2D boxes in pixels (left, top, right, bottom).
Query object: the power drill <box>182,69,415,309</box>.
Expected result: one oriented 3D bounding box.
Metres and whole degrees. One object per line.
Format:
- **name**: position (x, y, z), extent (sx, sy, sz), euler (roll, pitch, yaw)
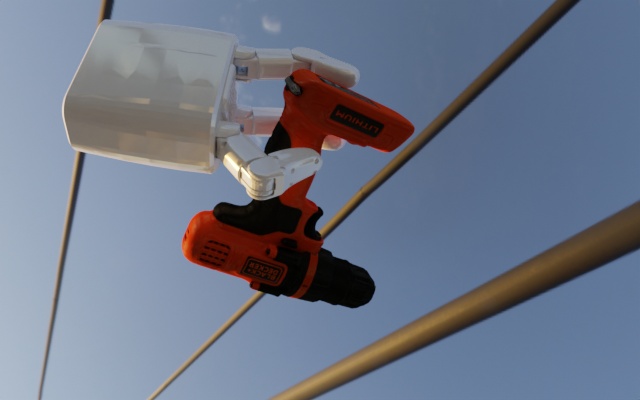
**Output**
- **power drill**: position (0.000, 0.001, 0.404), extent (0.184, 0.188, 0.057), euler (21, 18, -23)
